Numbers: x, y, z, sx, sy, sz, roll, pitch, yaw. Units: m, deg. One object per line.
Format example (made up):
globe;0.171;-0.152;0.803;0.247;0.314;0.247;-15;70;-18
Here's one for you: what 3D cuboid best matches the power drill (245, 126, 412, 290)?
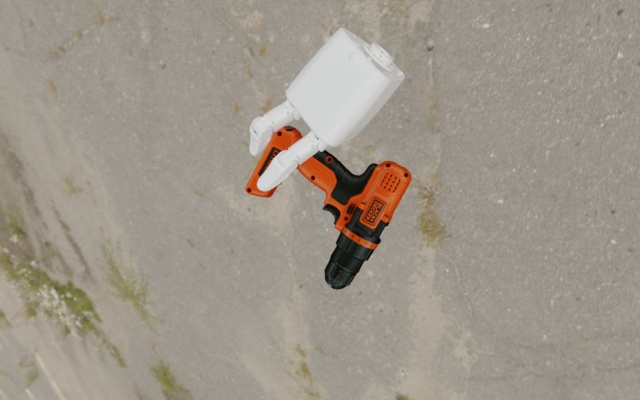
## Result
power drill;0.000;0.002;0.628;0.187;0.184;0.057;29;7;4
